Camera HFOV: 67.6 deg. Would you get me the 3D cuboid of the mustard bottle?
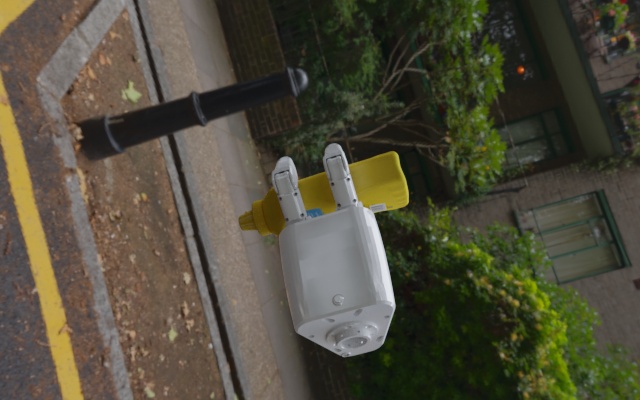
[{"bbox_3d":[0.000,0.001,0.540,0.191,0.058,0.096,-16,-16,6],"label":"mustard bottle"}]
